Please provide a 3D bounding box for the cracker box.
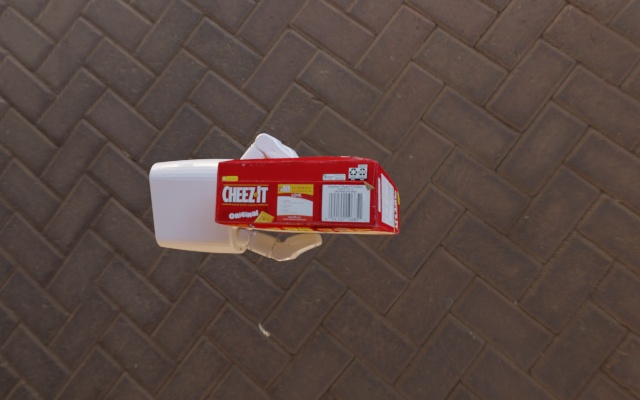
[{"bbox_3d":[0.000,0.002,0.552,0.164,0.072,0.214,0,-5,14],"label":"cracker box"}]
